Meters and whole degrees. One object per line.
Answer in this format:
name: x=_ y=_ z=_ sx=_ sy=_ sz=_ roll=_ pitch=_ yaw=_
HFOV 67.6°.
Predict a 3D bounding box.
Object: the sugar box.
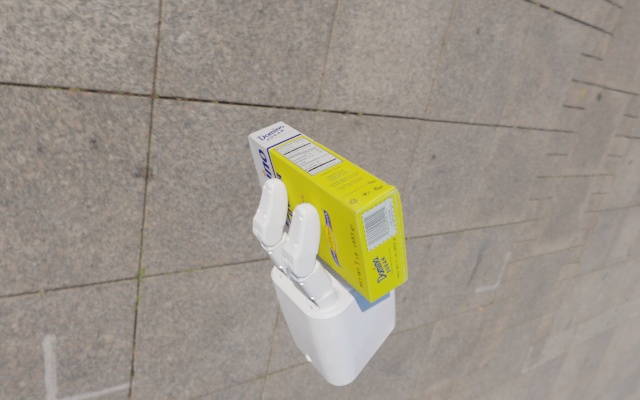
sugar box: x=0.000 y=0.002 z=0.418 sx=0.048 sy=0.093 sz=0.176 roll=-28 pitch=37 yaw=-24
